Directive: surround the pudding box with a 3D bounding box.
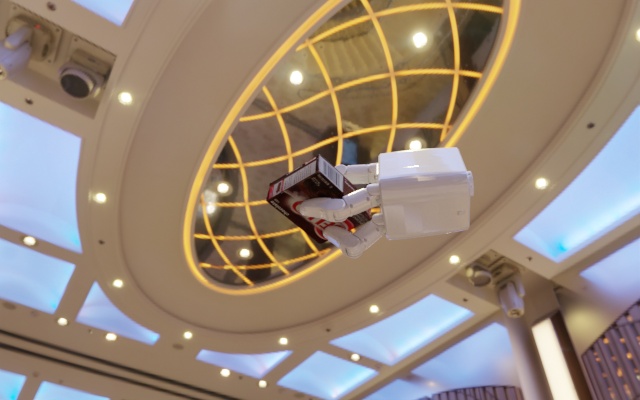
[{"bbox_3d":[0.000,0.002,0.626,0.090,0.039,0.113,-29,-55,29],"label":"pudding box"}]
